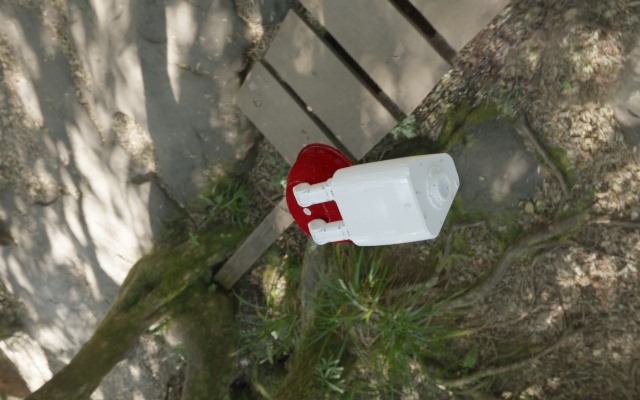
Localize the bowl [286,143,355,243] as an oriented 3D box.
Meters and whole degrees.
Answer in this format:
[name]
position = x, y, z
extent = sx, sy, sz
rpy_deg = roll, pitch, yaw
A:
[bowl]
position = -0.001, 0.003, 0.685
extent = 0.055, 0.162, 0.162
rpy_deg = -32, 19, -33
